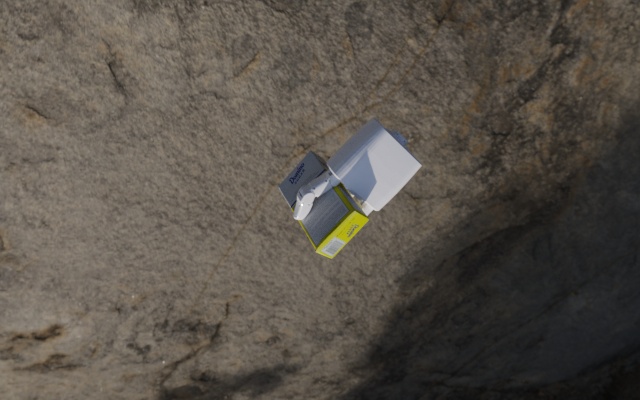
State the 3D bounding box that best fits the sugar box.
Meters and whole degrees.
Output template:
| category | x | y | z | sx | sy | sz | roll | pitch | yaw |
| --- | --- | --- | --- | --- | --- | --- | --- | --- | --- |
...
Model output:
| category | x | y | z | sx | sy | sz | roll | pitch | yaw |
| --- | --- | --- | --- | --- | --- | --- | --- | --- | --- |
| sugar box | 0.001 | 0.003 | 0.797 | 0.048 | 0.093 | 0.176 | 31 | 18 | -40 |
